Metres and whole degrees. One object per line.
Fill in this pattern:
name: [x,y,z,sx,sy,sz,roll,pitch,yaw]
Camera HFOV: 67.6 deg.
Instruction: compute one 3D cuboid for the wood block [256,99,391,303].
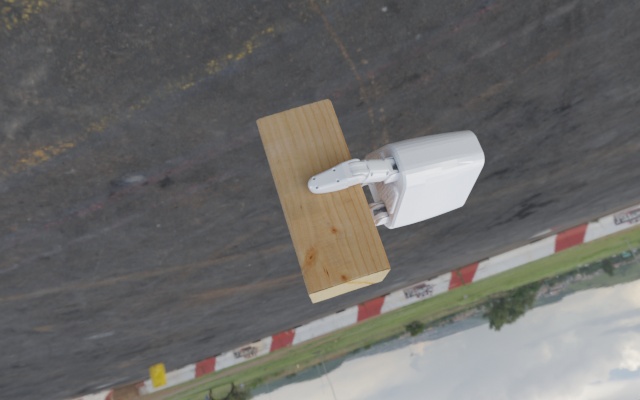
wood block: [0.001,0.002,0.553,0.090,0.206,0.091,-17,-17,-4]
